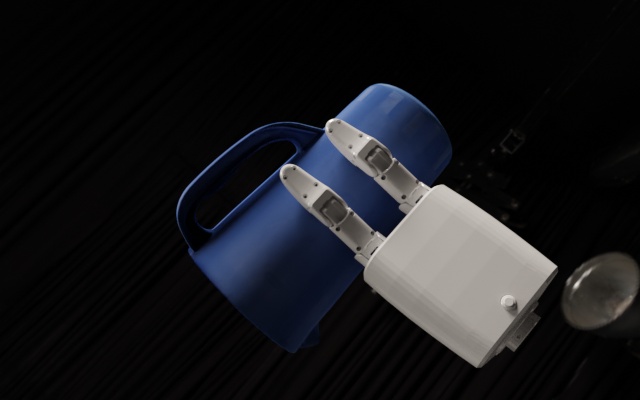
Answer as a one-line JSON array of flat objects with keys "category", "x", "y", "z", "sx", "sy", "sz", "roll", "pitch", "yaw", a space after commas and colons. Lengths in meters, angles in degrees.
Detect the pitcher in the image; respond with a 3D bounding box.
[{"category": "pitcher", "x": 0.000, "y": 0.002, "z": 0.444, "sx": 0.145, "sy": 0.243, "sz": 0.149, "roll": 38, "pitch": -10, "yaw": 29}]
